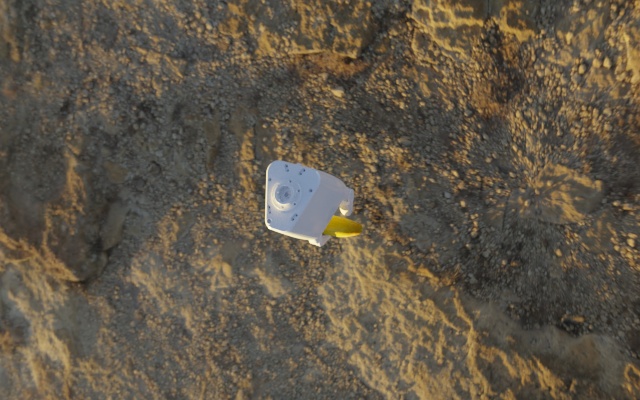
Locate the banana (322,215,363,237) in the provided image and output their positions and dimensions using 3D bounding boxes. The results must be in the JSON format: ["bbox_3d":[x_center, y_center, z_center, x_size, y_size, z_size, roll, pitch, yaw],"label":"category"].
[{"bbox_3d":[-0.014,0.015,0.858,0.197,0.069,0.037,41,0,27],"label":"banana"}]
